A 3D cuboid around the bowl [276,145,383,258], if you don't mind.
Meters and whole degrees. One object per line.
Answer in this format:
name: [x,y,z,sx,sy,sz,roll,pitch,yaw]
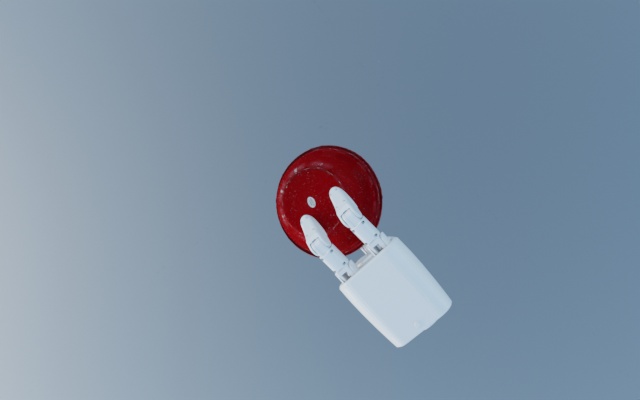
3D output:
bowl: [-0.001,0.001,0.655,0.162,0.162,0.055,0,0,22]
